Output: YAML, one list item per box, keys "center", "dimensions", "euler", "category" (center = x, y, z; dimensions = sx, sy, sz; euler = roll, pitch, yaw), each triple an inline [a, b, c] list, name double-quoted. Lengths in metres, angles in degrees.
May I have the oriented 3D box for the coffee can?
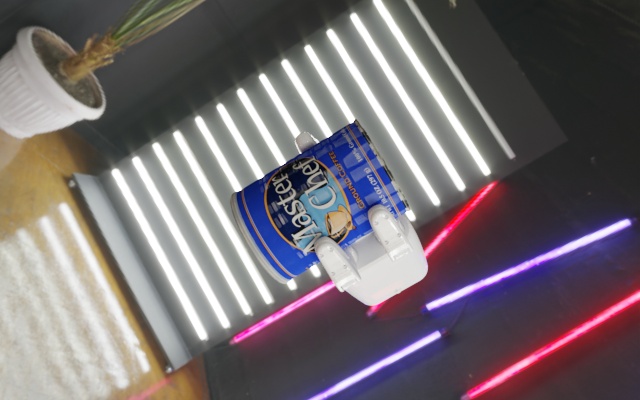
- center: [0.000, 0.001, 0.462]
  dimensions: [0.140, 0.103, 0.103]
  euler: [-31, -4, 6]
  category: "coffee can"
